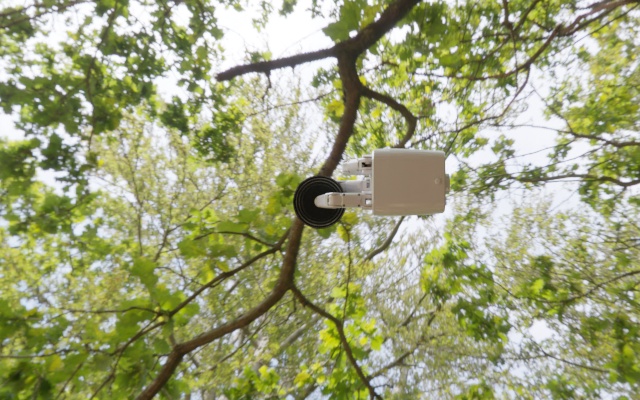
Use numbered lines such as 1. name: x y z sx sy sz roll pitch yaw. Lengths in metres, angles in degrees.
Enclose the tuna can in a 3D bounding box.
1. tuna can: 0.000 0.003 0.773 0.086 0.086 0.034 0 0 6
